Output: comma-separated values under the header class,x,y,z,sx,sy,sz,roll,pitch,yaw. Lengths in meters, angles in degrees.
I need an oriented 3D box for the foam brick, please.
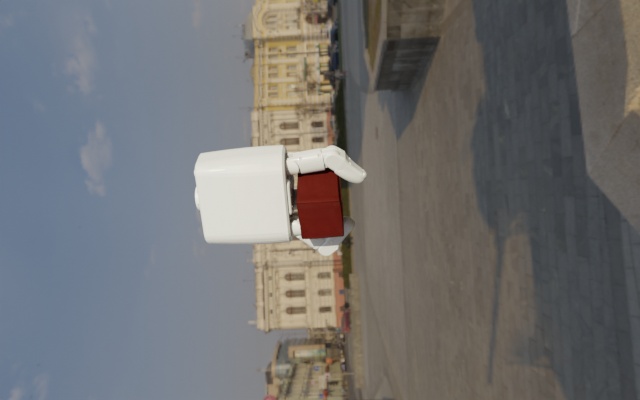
class,x,y,z,sx,sy,sz,roll,pitch,yaw
foam brick,0.000,0.002,0.569,0.051,0.053,0.078,-4,34,2
